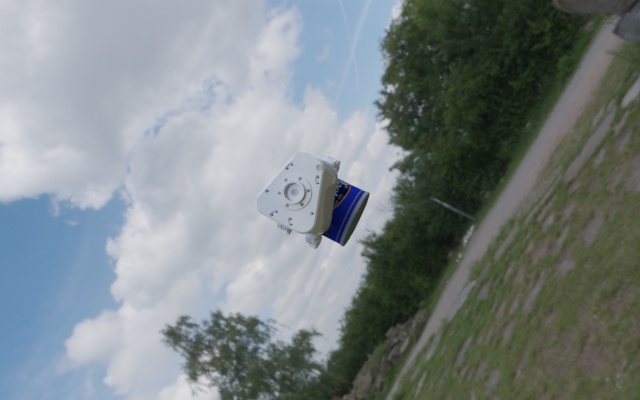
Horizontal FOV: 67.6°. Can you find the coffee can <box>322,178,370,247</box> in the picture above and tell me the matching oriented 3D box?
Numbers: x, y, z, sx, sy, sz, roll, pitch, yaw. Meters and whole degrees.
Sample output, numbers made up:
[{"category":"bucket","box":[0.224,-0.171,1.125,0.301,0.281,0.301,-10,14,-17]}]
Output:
[{"category":"coffee can","box":[0.000,0.003,0.822,0.140,0.103,0.103,26,5,10]}]
